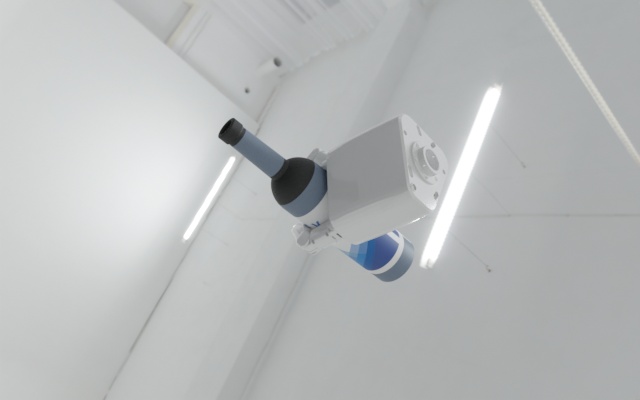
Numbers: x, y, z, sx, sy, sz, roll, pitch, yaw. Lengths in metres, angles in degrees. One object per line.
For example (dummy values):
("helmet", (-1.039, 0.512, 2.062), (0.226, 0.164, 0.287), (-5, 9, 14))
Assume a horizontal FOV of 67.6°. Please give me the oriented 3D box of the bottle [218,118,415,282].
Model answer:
("bottle", (0.000, 0.002, 0.581), (0.296, 0.069, 0.069), (38, -21, -29))
